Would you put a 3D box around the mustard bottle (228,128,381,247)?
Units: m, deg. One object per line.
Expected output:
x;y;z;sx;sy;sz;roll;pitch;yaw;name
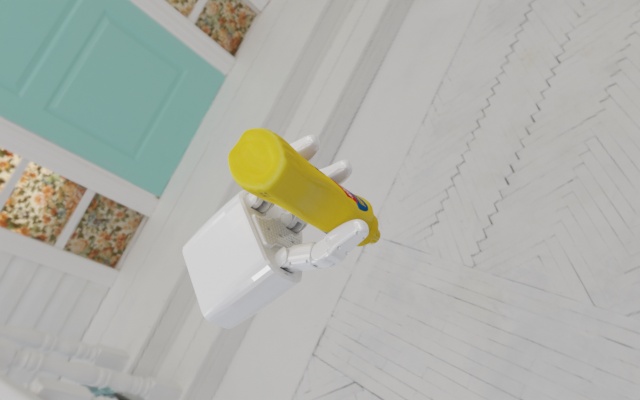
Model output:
0.000;0.001;0.487;0.192;0.058;0.096;34;1;-39;mustard bottle
